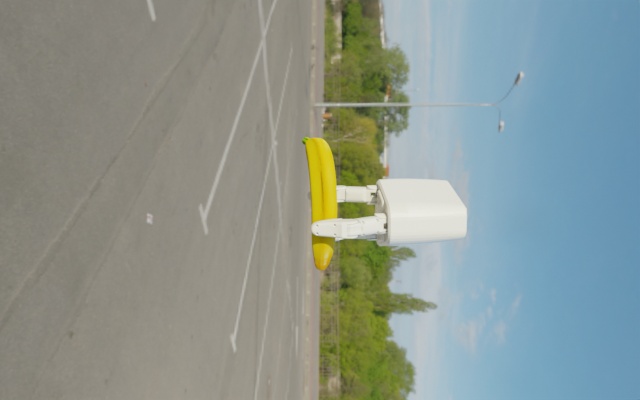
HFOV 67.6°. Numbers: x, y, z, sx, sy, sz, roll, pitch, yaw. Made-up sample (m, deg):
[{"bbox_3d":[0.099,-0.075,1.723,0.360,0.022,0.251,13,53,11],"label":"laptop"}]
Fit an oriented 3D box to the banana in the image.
[{"bbox_3d":[0.002,-0.006,0.656,0.037,0.197,0.070,-3,-14,-8],"label":"banana"}]
